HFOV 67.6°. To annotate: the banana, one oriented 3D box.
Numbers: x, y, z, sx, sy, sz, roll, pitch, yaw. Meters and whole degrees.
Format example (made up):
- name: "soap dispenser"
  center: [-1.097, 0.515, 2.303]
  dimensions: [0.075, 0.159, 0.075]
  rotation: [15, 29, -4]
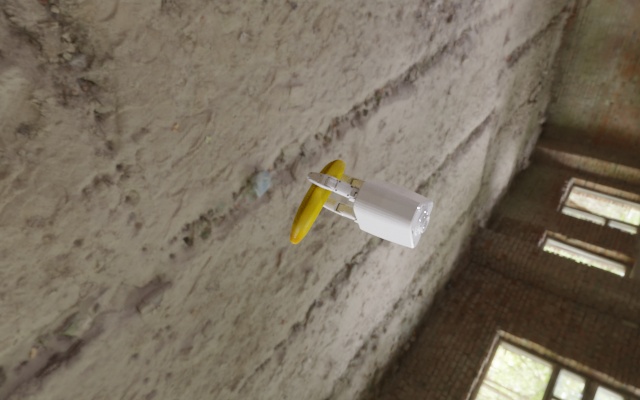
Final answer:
- name: "banana"
  center: [0.000, -0.010, 0.873]
  dimensions: [0.037, 0.197, 0.070]
  rotation: [23, -28, 20]
